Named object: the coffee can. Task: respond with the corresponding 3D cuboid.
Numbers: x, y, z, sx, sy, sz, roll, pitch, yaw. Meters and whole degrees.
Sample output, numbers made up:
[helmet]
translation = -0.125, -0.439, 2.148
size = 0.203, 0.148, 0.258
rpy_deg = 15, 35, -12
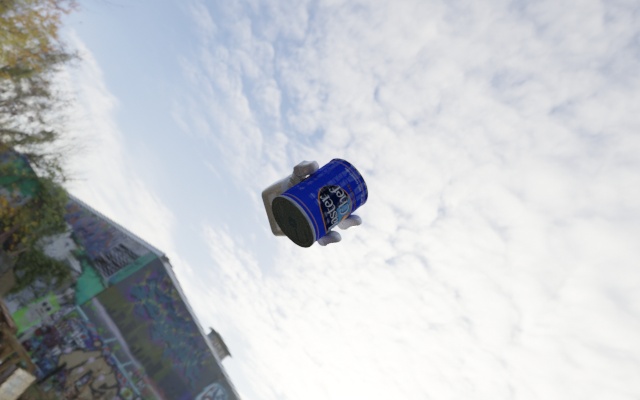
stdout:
[coffee can]
translation = 0.000, 0.003, 0.836
size = 0.140, 0.103, 0.103
rpy_deg = -36, 20, -30
